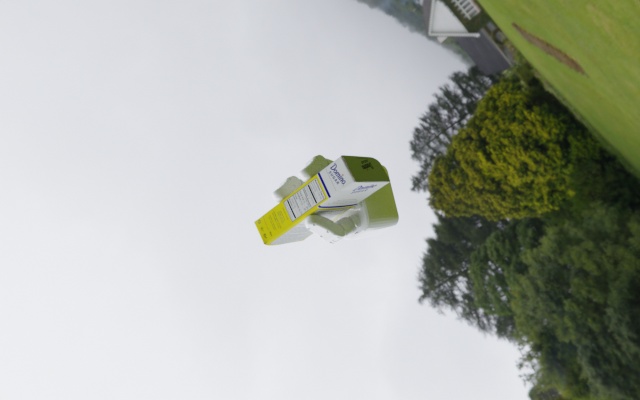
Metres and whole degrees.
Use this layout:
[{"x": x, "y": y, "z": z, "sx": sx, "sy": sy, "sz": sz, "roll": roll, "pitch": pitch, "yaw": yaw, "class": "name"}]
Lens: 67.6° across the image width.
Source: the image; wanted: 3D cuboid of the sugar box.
[{"x": 0.000, "y": 0.002, "z": 0.656, "sx": 0.176, "sy": 0.048, "sz": 0.093, "roll": -38, "pitch": -20, "yaw": 31, "class": "sugar box"}]
